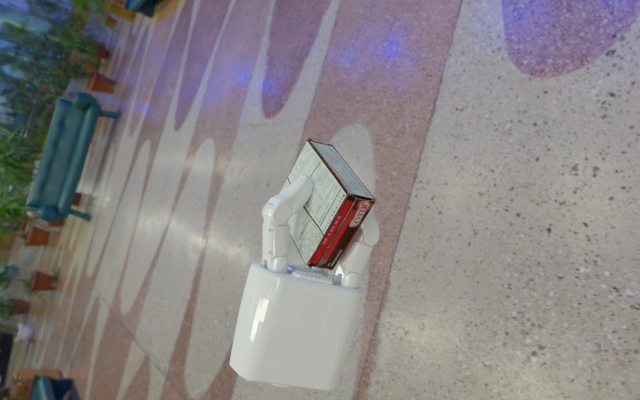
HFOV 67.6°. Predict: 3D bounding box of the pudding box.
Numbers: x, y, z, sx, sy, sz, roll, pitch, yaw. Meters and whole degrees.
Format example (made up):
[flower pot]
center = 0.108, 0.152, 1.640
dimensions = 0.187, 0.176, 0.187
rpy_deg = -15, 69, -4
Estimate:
[pudding box]
center = 0.000, 0.002, 0.494
dimensions = 0.039, 0.090, 0.113
rpy_deg = 13, 28, -35
